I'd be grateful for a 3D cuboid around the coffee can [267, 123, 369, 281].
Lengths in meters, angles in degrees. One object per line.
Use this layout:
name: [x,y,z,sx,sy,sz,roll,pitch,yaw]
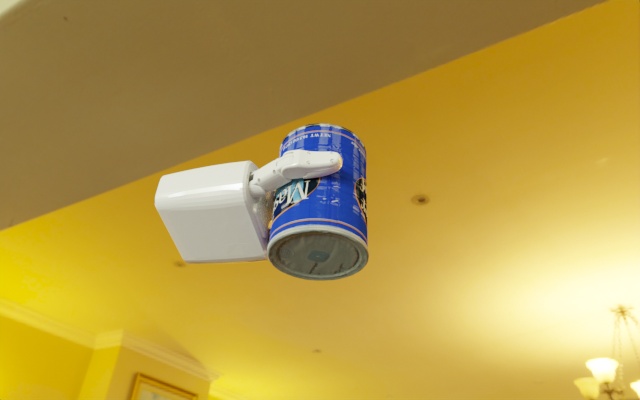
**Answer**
coffee can: [0.000,0.002,0.521,0.103,0.140,0.103,2,-36,1]
